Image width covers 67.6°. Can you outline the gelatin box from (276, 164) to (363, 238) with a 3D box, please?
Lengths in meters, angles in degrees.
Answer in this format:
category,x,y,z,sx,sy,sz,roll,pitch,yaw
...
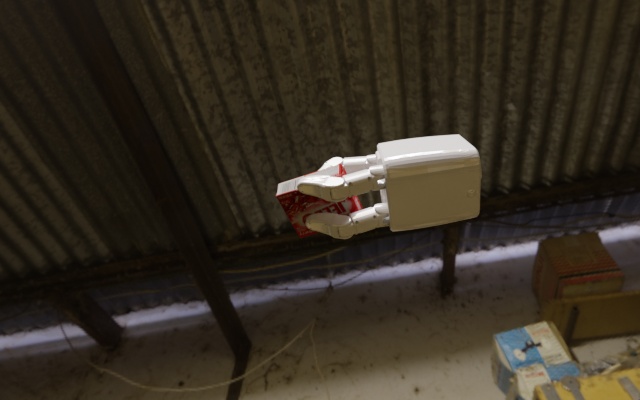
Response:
category,x,y,z,sx,sy,sz,roll,pitch,yaw
gelatin box,0.000,0.002,0.595,0.089,0.073,0.030,-17,34,16
